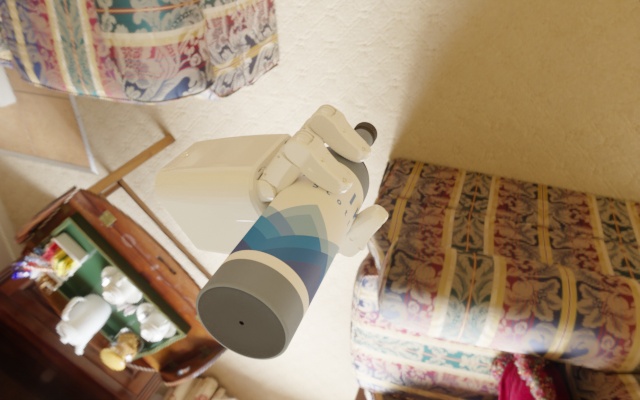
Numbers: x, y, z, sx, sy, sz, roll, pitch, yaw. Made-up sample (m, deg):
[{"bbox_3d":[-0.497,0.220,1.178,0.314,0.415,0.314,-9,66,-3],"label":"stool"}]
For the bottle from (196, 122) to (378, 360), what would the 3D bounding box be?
[{"bbox_3d":[0.000,0.002,0.416,0.069,0.069,0.295,0,31,24],"label":"bottle"}]
